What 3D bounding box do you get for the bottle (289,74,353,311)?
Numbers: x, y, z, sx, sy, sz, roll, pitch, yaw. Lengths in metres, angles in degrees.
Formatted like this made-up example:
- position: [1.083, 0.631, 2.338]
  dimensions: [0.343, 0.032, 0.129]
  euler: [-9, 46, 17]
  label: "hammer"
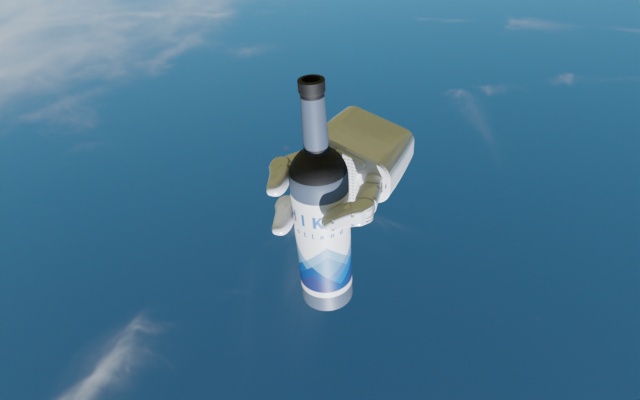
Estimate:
- position: [0.000, 0.002, 0.549]
  dimensions: [0.069, 0.296, 0.069]
  euler: [-3, 35, 2]
  label: "bottle"
